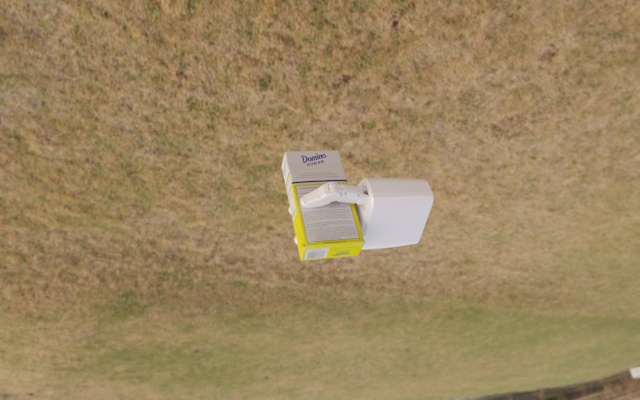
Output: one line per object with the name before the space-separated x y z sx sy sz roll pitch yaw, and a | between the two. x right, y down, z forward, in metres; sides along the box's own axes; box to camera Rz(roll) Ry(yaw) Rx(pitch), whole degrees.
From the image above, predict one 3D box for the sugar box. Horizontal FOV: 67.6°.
sugar box | 0.000 0.003 0.736 0.093 0.176 0.048 -2 -36 -16
